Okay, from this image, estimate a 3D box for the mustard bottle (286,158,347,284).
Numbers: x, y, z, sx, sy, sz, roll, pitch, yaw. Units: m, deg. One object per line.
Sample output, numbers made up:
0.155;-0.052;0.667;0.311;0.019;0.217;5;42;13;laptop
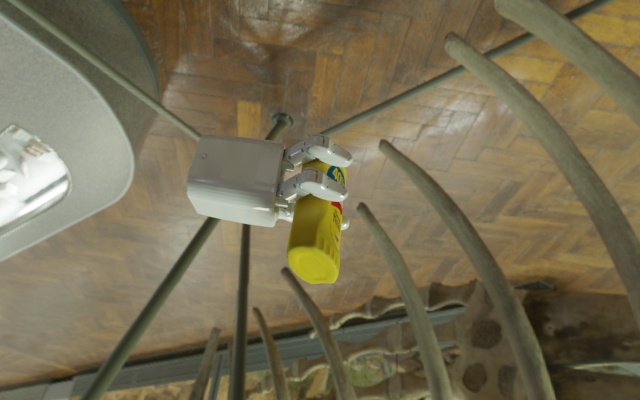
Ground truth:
0.000;0.002;0.610;0.058;0.191;0.096;-5;-37;17;mustard bottle
